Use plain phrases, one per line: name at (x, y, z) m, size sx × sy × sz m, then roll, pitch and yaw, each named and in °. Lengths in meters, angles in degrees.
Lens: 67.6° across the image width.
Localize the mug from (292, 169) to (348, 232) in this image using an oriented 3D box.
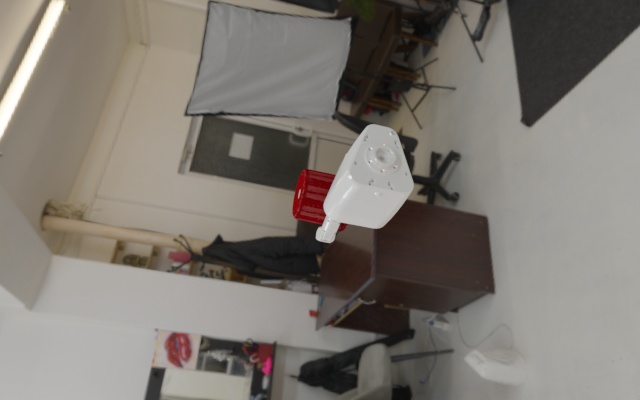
mug at (0.000, 0.003, 0.771) m, size 0.081 × 0.093 × 0.117 m, roll 12°, pitch -32°, yaw -11°
